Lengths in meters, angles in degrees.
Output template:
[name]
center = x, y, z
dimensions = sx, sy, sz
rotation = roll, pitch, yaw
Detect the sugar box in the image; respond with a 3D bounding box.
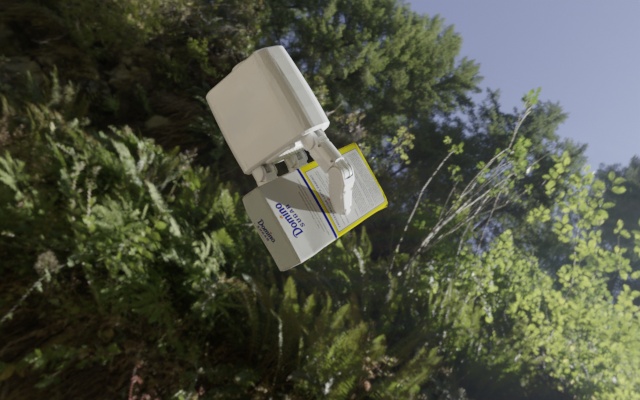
[sugar box]
center = 0.000, 0.002, 0.562
dimensions = 0.176, 0.093, 0.048
rotation = -28, -1, -42
